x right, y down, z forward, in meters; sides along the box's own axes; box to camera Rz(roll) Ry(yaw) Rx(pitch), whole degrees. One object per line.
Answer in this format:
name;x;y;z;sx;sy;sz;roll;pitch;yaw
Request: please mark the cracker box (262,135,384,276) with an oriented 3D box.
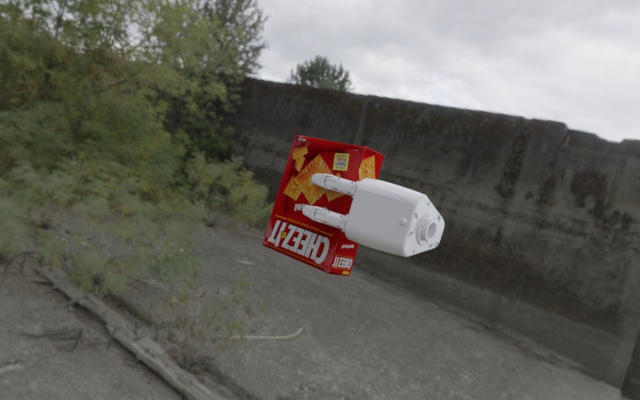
cracker box;0.000;0.003;0.830;0.164;0.213;0.072;17;0;40
